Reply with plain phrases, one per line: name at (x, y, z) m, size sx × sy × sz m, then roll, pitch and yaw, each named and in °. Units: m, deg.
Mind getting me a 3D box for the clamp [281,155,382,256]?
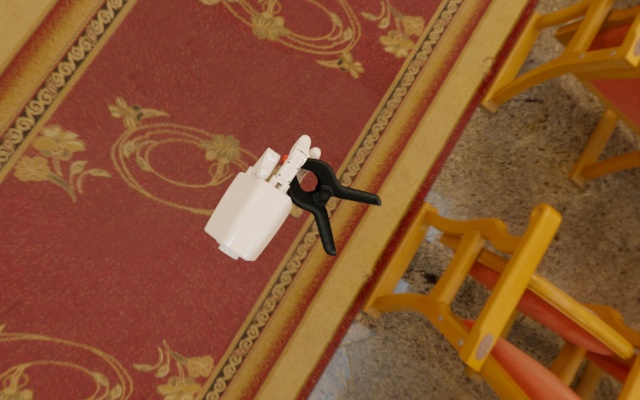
clamp at (0.000, 0.002, 0.730) m, size 0.171 × 0.120 × 0.039 m, roll 35°, pitch -8°, yaw -15°
